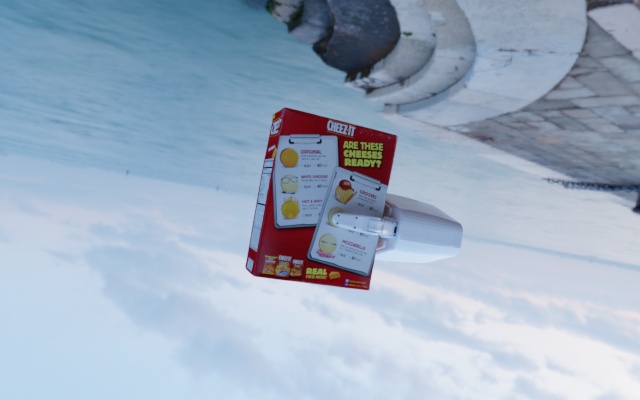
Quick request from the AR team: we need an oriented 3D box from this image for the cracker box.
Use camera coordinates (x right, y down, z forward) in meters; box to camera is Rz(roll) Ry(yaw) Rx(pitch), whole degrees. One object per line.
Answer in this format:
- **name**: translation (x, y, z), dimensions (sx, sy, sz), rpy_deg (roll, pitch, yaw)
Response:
- **cracker box**: translation (0.000, 0.002, 0.639), dimensions (0.164, 0.213, 0.072), rpy_deg (10, -1, -21)
